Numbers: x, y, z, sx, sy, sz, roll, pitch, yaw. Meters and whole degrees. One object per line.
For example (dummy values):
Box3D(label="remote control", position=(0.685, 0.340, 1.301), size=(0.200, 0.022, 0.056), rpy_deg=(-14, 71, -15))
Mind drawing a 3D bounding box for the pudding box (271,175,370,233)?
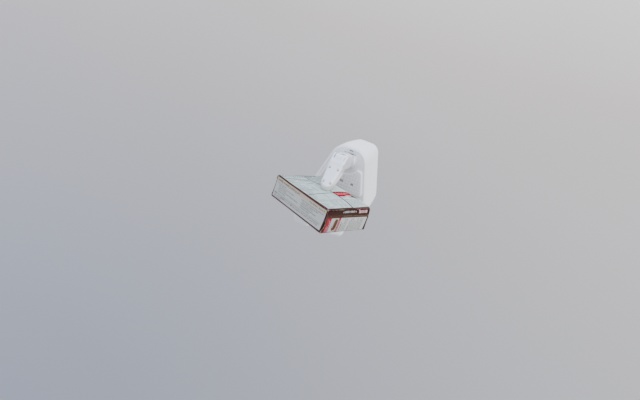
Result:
Box3D(label="pudding box", position=(0.000, 0.002, 0.672), size=(0.090, 0.039, 0.113), rpy_deg=(-2, 27, -45))
